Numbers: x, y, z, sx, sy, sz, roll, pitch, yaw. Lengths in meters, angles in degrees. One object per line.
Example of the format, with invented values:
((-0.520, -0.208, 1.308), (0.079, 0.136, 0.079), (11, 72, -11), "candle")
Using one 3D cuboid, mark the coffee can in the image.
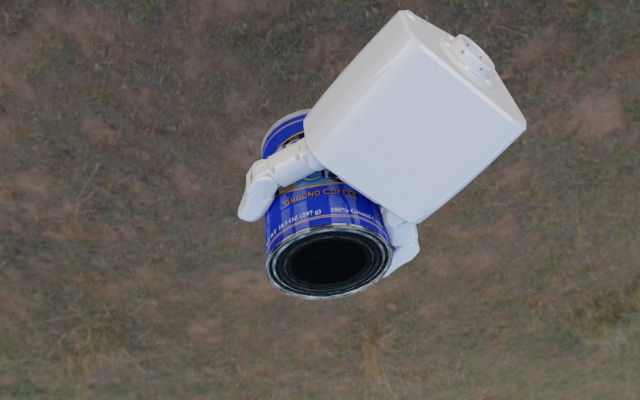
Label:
((0.000, 0.001, 0.426), (0.103, 0.140, 0.103), (-4, -42, -4), "coffee can")
